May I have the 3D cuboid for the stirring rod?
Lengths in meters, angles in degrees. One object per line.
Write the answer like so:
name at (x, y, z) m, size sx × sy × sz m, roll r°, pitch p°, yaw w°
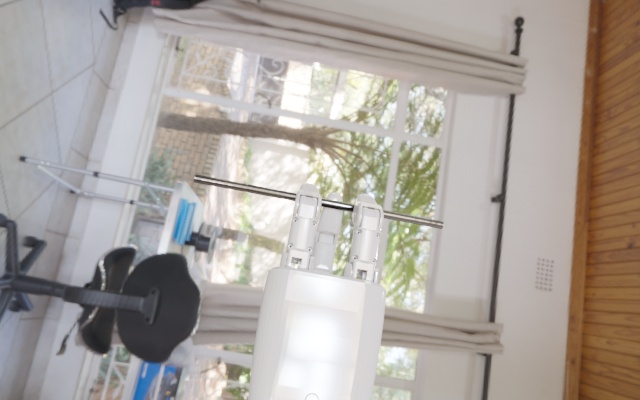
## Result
stirring rod at (0.000, 0.002, 0.455) m, size 0.239 × 0.011 × 0.011 m, roll 11°, pitch -1°, yaw -4°
